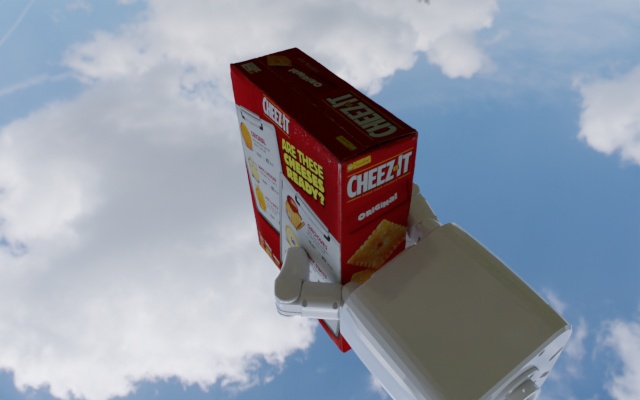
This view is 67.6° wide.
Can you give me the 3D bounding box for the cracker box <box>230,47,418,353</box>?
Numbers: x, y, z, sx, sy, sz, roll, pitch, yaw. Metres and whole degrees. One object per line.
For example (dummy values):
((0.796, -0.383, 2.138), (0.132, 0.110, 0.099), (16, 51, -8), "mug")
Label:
((0.000, 0.002, 0.413), (0.072, 0.214, 0.164), (-24, 46, -23), "cracker box")
